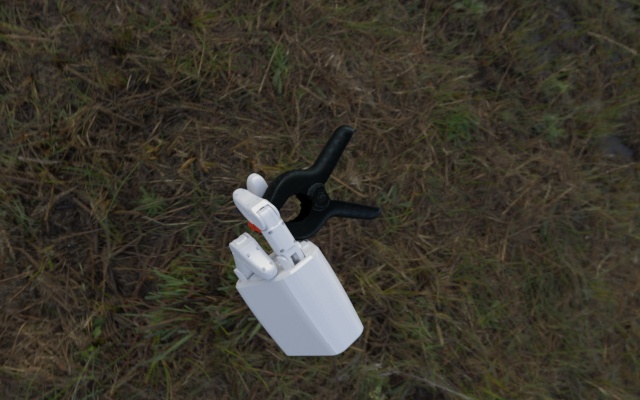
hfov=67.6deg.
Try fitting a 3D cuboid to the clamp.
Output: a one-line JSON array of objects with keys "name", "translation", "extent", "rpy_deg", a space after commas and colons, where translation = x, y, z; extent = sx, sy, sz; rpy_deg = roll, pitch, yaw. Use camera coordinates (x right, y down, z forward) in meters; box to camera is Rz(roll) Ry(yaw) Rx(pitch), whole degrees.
[{"name": "clamp", "translation": [0.000, 0.002, 0.550], "extent": [0.171, 0.120, 0.039], "rpy_deg": [-37, 13, -25]}]
